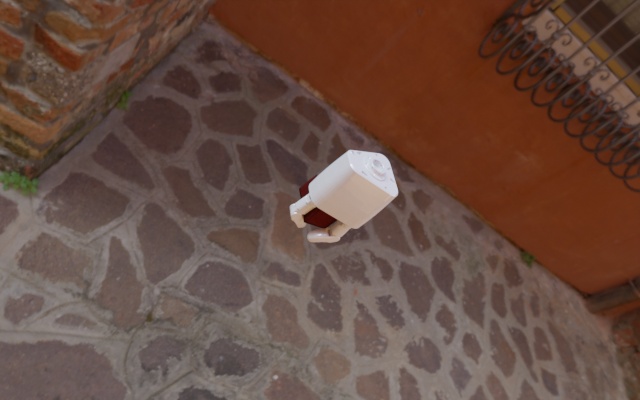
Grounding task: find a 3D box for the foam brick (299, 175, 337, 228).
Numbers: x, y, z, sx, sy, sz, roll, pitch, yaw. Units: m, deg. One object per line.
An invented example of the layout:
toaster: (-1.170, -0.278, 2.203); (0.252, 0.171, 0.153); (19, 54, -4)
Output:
foam brick: (0.000, 0.003, 0.873); (0.053, 0.078, 0.051); (19, -44, -36)
